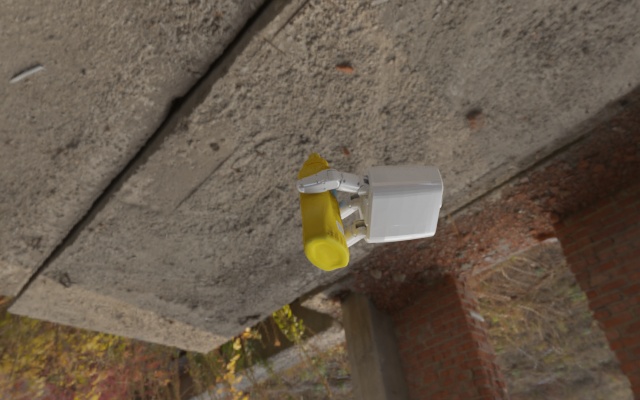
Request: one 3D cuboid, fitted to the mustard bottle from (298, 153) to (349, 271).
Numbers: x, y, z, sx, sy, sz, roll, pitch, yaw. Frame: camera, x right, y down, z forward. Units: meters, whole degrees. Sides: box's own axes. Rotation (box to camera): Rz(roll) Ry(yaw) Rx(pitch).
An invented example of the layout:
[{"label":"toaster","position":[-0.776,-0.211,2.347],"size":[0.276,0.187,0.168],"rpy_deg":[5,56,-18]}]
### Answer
[{"label":"mustard bottle","position":[0.000,0.003,0.721],"size":[0.058,0.191,0.096],"rpy_deg":[-18,-39,14]}]
